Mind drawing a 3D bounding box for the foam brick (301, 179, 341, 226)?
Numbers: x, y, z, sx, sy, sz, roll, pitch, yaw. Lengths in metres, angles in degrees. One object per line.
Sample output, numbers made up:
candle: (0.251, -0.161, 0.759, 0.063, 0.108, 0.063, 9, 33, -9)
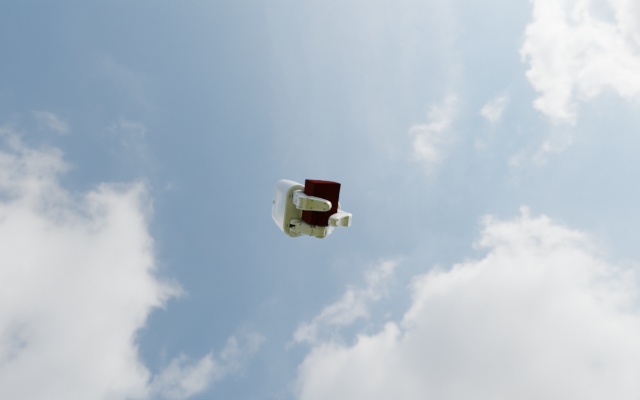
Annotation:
foam brick: (0.000, 0.003, 0.856, 0.053, 0.078, 0.051, 3, 9, -20)
